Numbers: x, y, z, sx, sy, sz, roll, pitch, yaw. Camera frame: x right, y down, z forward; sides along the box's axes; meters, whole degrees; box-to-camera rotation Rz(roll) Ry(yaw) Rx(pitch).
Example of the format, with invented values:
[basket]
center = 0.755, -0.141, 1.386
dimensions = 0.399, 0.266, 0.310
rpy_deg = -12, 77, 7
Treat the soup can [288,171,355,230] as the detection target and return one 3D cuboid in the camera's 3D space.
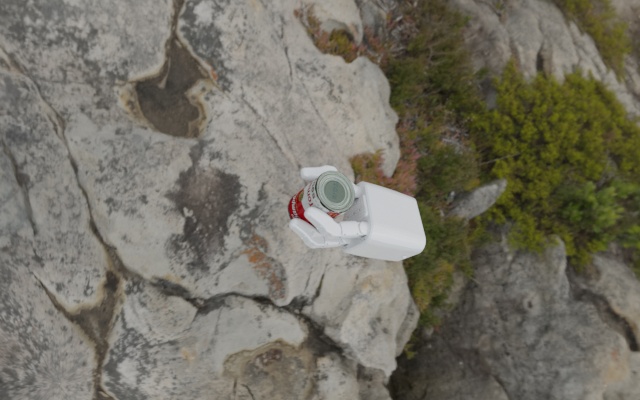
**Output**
[soup can]
center = 0.000, 0.002, 0.740
dimensions = 0.068, 0.068, 0.102
rpy_deg = 0, -19, -29
